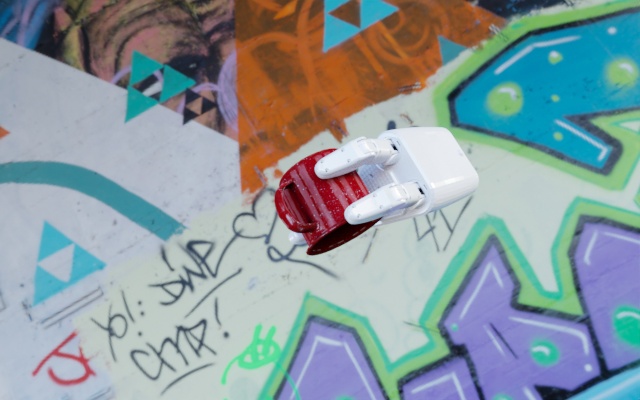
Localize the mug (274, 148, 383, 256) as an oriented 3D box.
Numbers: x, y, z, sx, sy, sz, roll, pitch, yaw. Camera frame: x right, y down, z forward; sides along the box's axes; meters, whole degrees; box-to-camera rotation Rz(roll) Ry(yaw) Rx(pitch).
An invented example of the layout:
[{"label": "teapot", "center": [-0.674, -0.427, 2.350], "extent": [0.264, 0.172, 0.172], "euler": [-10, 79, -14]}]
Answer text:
[{"label": "mug", "center": [-0.001, 0.002, 0.491], "extent": [0.117, 0.081, 0.093], "euler": [-12, -24, -45]}]
